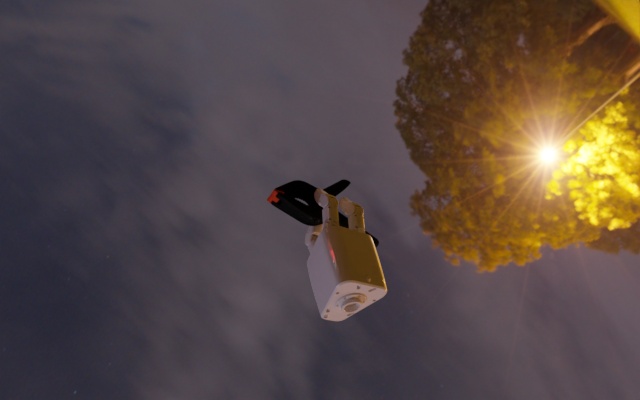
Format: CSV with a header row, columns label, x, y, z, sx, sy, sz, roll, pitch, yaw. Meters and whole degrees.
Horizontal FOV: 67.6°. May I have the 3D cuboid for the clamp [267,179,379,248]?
label,x,y,z,sx,sy,sz,roll,pitch,yaw
clamp,-0.001,0.003,0.852,0.210,0.164,0.036,17,-53,-31
